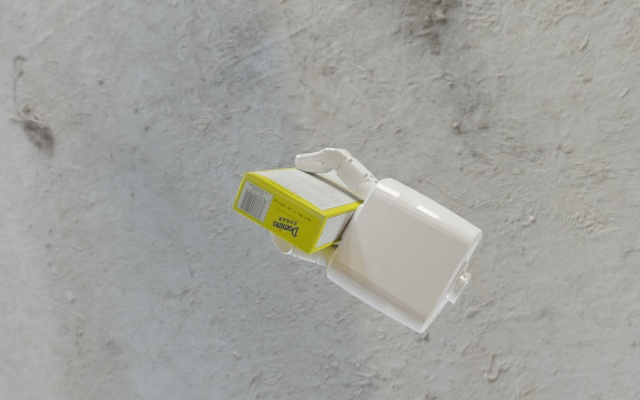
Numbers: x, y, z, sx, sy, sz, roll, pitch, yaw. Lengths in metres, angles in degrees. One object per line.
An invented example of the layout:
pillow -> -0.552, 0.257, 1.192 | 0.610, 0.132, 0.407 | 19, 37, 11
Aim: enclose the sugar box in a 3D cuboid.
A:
sugar box -> 0.000, 0.002, 0.500 | 0.093, 0.048, 0.176 | 30, 16, 22
